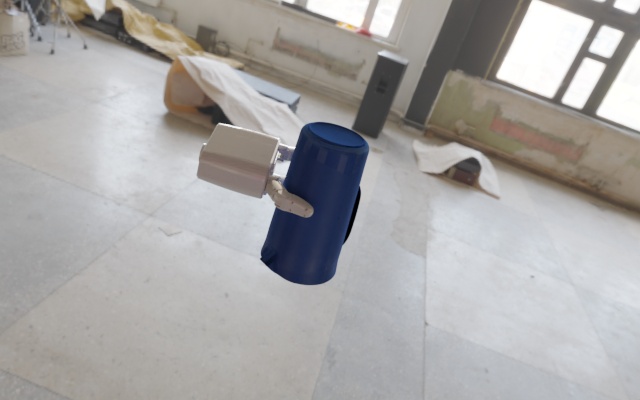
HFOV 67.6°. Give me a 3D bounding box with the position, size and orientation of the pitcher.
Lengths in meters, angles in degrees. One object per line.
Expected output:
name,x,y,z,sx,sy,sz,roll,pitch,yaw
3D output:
pitcher,0.000,0.003,0.772,0.145,0.243,0.149,16,26,-3
